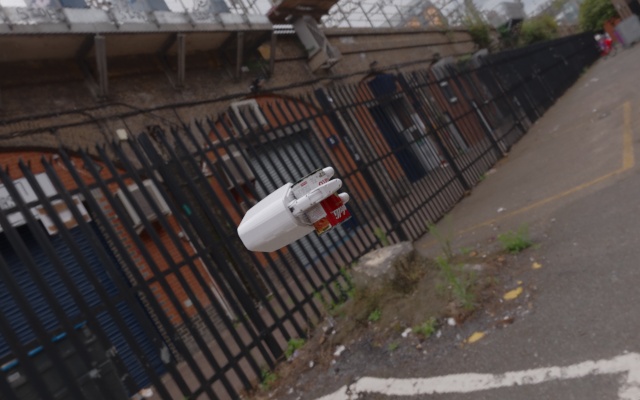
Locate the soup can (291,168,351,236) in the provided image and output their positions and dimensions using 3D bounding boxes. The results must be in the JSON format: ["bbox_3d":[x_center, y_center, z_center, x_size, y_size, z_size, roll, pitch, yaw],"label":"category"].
[{"bbox_3d":[0.000,0.002,0.846,0.068,0.102,0.068,-31,-1,0],"label":"soup can"}]
